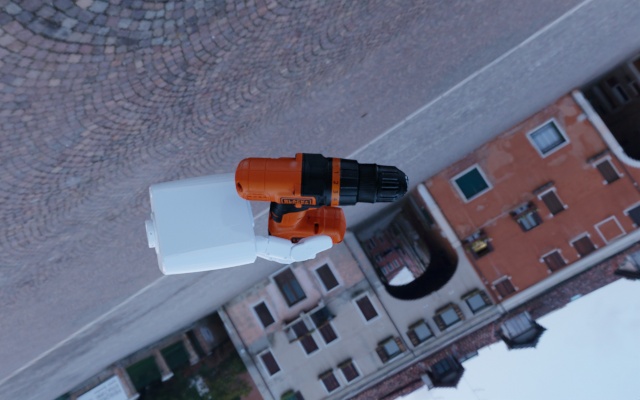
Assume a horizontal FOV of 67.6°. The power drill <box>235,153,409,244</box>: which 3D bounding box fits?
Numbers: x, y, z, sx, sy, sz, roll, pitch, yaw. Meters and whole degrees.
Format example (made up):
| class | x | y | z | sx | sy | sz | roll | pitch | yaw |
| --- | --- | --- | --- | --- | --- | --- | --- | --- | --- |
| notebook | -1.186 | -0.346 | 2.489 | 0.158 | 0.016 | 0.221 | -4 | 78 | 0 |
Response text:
| class | x | y | z | sx | sy | sz | roll | pitch | yaw |
| --- | --- | --- | --- | --- | --- | --- | --- | --- | --- |
| power drill | 0.000 | 0.002 | 0.574 | 0.184 | 0.057 | 0.188 | 4 | -22 | 0 |
